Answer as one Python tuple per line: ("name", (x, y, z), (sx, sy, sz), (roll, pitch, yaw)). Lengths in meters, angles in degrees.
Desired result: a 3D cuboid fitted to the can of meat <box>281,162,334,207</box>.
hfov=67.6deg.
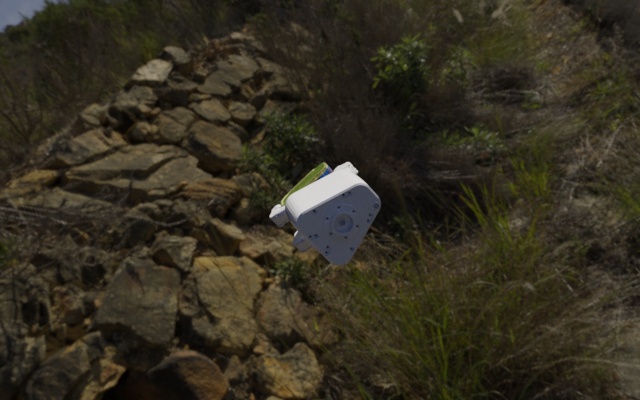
("can of meat", (0.000, 0.002, 0.753), (0.084, 0.102, 0.057), (45, 4, -15))
